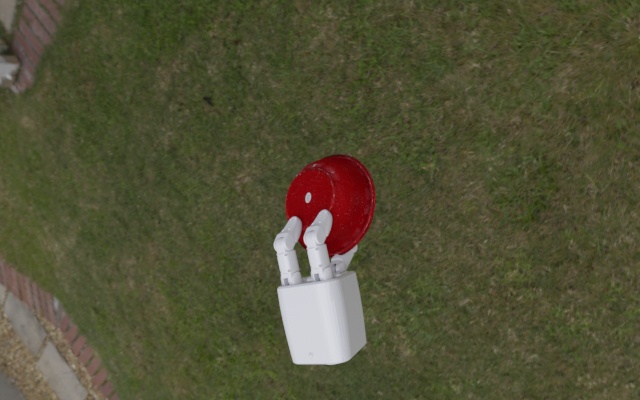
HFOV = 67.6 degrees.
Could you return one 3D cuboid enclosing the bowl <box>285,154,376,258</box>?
[{"bbox_3d":[0.000,0.001,0.709,0.162,0.162,0.055,0,-12,40],"label":"bowl"}]
